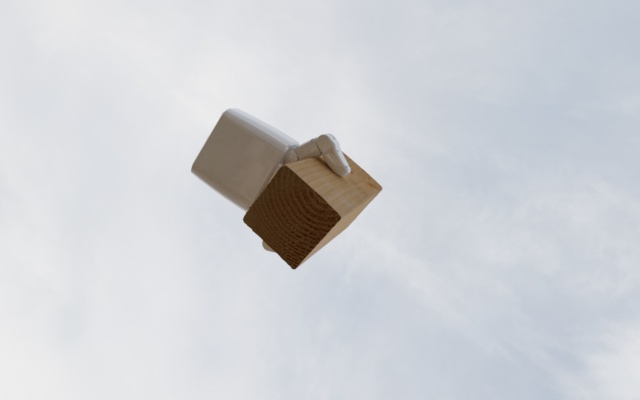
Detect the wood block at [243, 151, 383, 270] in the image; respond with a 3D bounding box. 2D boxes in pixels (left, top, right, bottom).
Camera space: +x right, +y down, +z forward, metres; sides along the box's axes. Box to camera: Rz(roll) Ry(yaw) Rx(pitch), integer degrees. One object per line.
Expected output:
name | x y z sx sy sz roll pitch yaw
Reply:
wood block | 0.000 0.002 0.629 0.090 0.091 0.206 43 22 8
